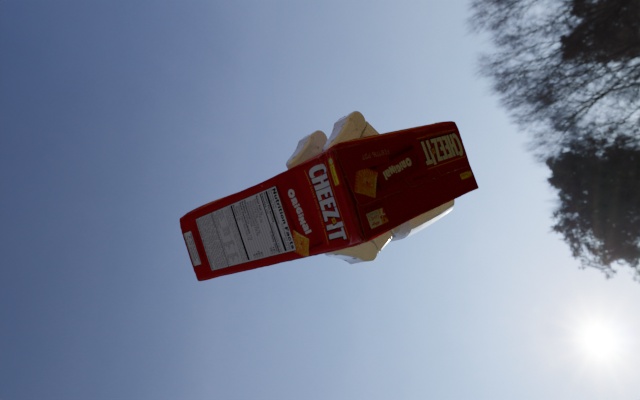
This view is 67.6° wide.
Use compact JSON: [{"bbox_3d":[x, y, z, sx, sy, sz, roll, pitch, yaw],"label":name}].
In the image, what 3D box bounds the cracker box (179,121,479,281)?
[{"bbox_3d":[0.000,0.002,0.423,0.164,0.072,0.214,-19,0,-45],"label":"cracker box"}]
